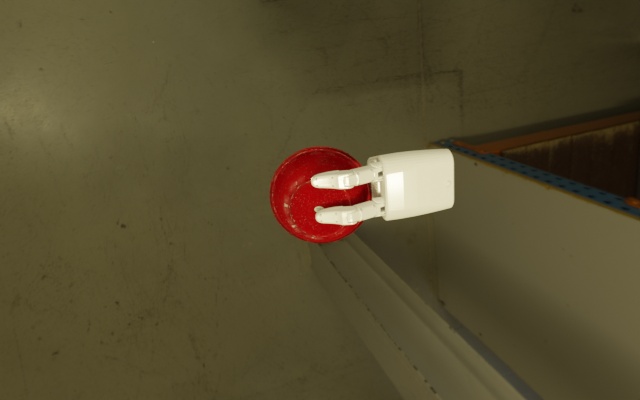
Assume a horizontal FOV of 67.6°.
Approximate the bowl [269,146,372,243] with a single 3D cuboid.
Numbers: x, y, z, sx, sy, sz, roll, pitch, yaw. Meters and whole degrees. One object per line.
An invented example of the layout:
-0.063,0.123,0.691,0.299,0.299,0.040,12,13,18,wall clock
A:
-0.001,0.003,0.725,0.162,0.162,0.055,0,20,1,bowl
